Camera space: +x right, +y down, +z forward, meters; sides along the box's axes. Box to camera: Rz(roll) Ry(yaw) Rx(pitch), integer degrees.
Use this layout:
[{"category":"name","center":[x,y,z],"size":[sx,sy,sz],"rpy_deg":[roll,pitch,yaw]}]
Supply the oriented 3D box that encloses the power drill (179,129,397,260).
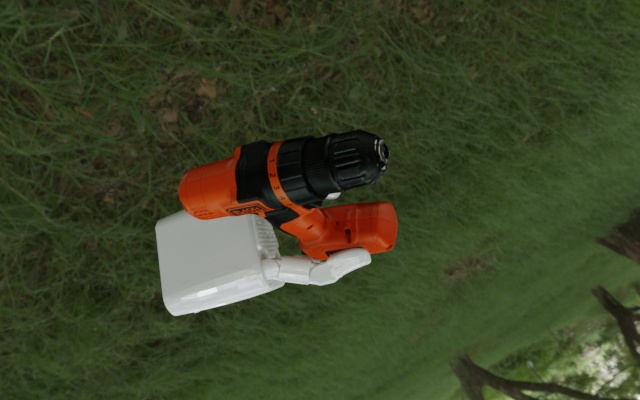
[{"category":"power drill","center":[0.000,0.002,0.427],"size":[0.184,0.057,0.188],"rpy_deg":[-8,-24,29]}]
